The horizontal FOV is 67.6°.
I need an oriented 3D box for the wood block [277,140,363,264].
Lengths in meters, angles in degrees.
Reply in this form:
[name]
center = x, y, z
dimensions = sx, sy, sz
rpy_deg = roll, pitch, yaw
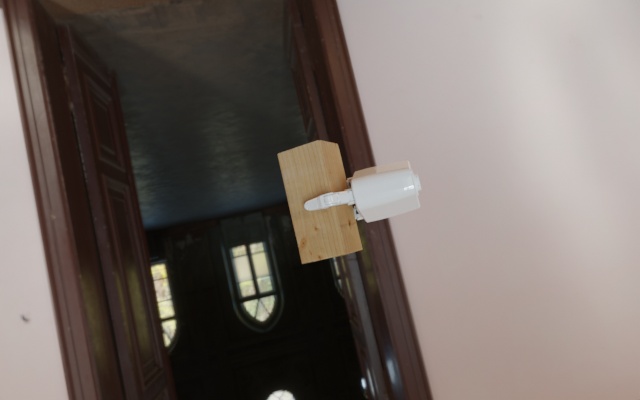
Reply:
[wood block]
center = 0.000, 0.003, 0.881
dimensions = 0.090, 0.206, 0.091
rpy_deg = -15, -5, 25
